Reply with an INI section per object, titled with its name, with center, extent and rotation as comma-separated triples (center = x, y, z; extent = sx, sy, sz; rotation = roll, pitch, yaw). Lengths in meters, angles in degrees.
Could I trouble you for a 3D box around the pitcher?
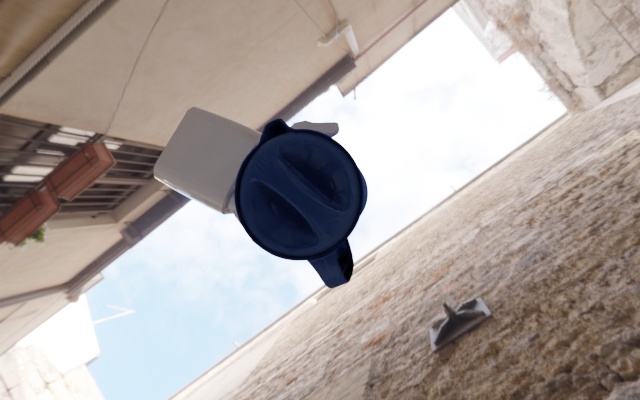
[pitcher]
center = 0.000, 0.002, 0.589
extent = 0.145, 0.149, 0.243
rotation = 22, 5, 9
